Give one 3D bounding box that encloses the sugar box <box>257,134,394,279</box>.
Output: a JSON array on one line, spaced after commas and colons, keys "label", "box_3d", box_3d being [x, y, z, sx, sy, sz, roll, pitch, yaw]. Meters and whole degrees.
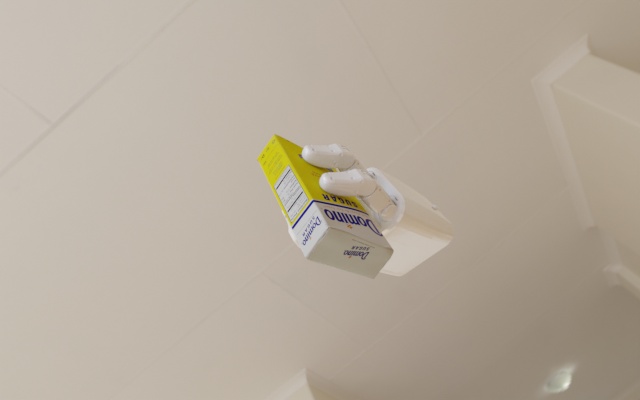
[{"label": "sugar box", "box_3d": [0.000, 0.001, 0.512, 0.093, 0.048, 0.176, 22, 21, -37]}]
